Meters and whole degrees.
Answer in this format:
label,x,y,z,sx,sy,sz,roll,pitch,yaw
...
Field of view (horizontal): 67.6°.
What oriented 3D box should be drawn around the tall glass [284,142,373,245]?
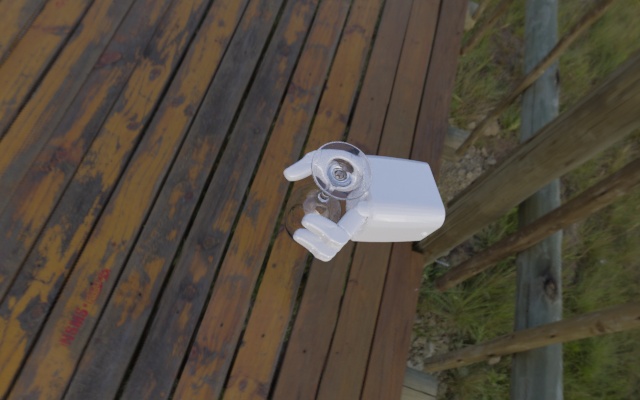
label,x,y,z,sx,sy,sz,roll,pitch,yaw
tall glass,0.000,0.002,0.636,0.079,0.079,0.201,0,-22,-16
